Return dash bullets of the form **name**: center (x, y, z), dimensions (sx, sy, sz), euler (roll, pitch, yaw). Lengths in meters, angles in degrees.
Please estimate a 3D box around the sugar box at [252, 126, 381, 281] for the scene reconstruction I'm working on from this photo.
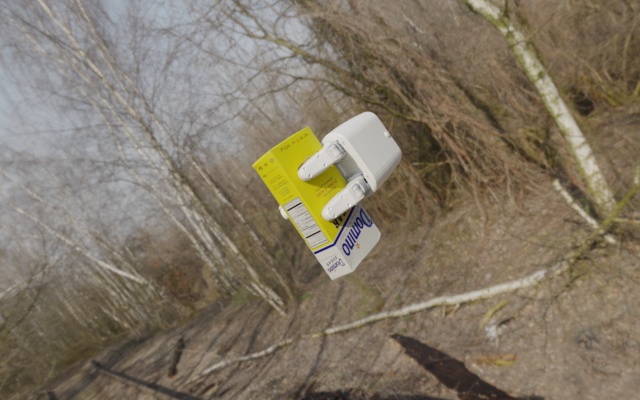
- **sugar box**: center (0.000, 0.002, 0.602), dimensions (0.048, 0.176, 0.093), euler (-32, 7, 41)
